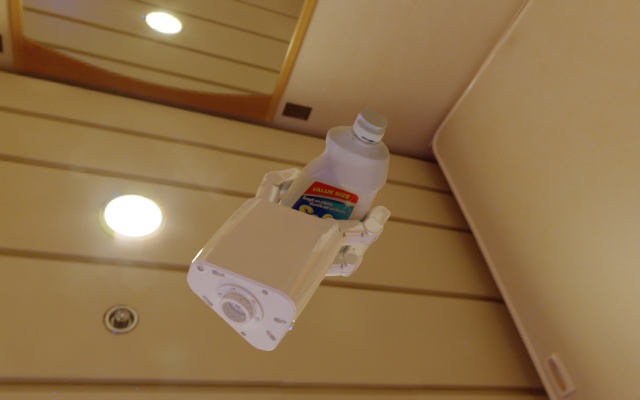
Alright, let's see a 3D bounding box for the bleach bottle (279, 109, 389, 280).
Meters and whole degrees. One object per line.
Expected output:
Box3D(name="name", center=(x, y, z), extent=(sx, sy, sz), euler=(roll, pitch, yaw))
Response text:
Box3D(name="bleach bottle", center=(0.000, 0.002, 0.540), extent=(0.102, 0.251, 0.068), euler=(31, 40, 5))
